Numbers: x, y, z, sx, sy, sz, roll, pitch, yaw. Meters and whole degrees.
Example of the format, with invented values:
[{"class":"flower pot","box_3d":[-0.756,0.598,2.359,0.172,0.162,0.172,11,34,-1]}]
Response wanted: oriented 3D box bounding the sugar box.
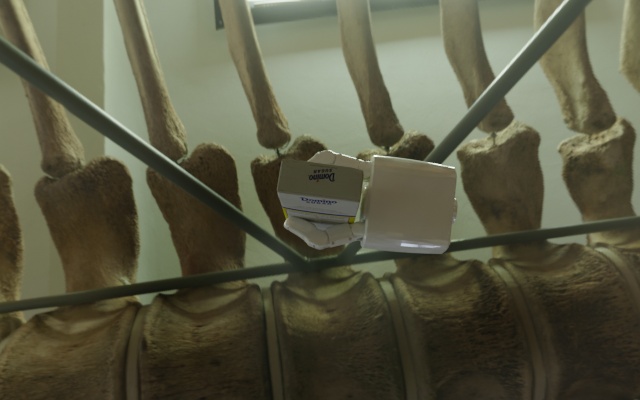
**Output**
[{"class":"sugar box","box_3d":[0.000,0.001,0.597,0.093,0.048,0.176,7,-18,1]}]
